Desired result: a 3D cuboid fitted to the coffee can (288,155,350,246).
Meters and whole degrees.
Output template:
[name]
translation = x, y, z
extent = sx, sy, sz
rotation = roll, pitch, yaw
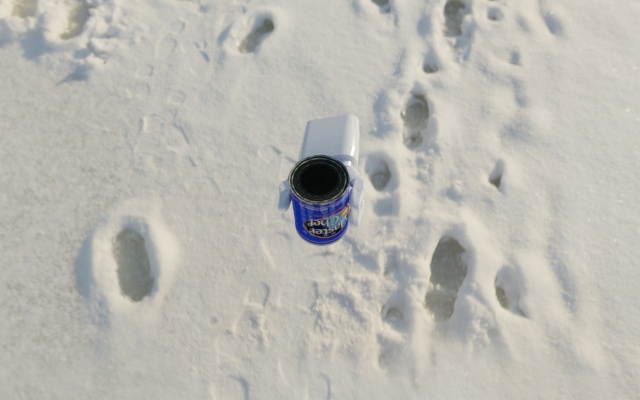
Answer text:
[coffee can]
translation = 0.000, 0.003, 0.841
extent = 0.103, 0.102, 0.140
rotation = 0, -34, 3
